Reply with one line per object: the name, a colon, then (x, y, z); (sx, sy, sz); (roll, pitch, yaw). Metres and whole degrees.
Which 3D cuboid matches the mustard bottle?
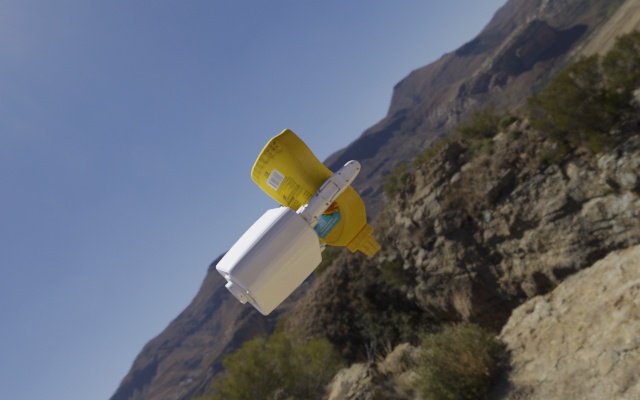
mustard bottle: (0.000, 0.002, 0.619); (0.058, 0.191, 0.096); (-43, -6, -43)
